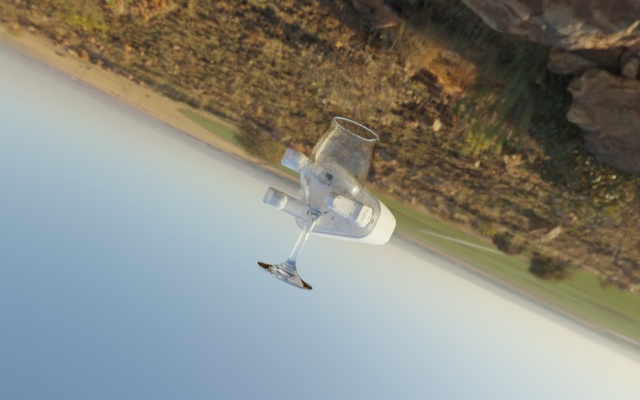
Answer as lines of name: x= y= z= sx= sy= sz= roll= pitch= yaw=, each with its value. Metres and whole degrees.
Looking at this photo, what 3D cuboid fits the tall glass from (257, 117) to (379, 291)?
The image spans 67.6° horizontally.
tall glass: x=0.000 y=0.003 z=0.577 sx=0.079 sy=0.201 sz=0.079 roll=26 pitch=-1 yaw=1
